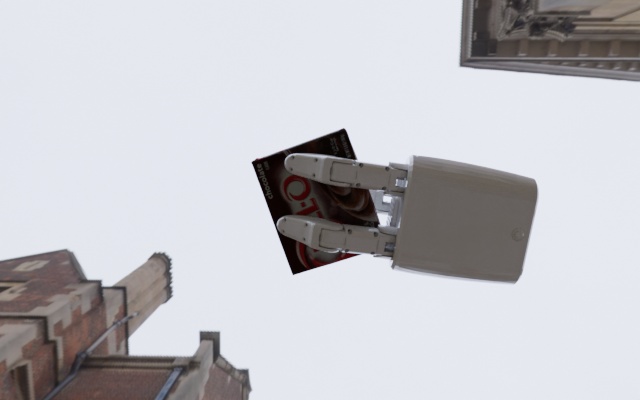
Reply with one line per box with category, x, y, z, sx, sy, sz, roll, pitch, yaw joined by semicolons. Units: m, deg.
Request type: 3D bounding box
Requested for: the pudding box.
pudding box;0.000;0.001;0.434;0.090;0.113;0.039;-19;5;9
